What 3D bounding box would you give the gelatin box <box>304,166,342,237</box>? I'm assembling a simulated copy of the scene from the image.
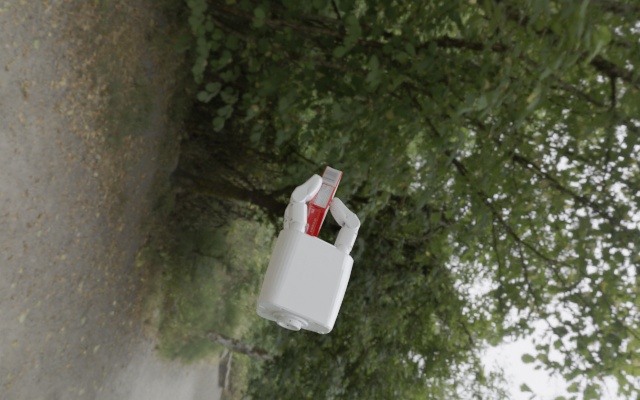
[{"bbox_3d":[0.001,0.002,0.739,0.030,0.089,0.073,22,-41,2],"label":"gelatin box"}]
